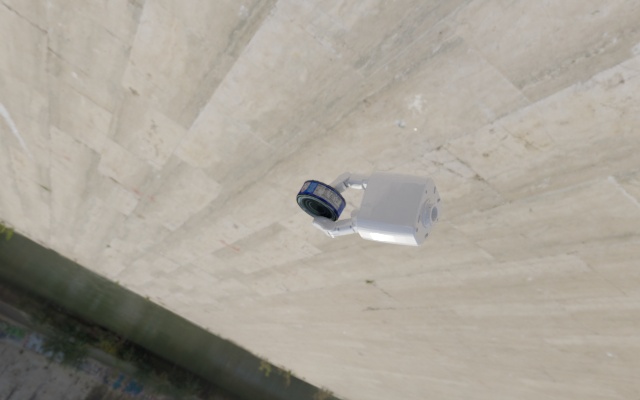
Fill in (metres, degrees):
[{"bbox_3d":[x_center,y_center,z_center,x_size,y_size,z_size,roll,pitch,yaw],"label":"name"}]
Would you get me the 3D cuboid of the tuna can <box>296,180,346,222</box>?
[{"bbox_3d":[0.000,0.003,0.846,0.086,0.033,0.086,25,-25,12],"label":"tuna can"}]
